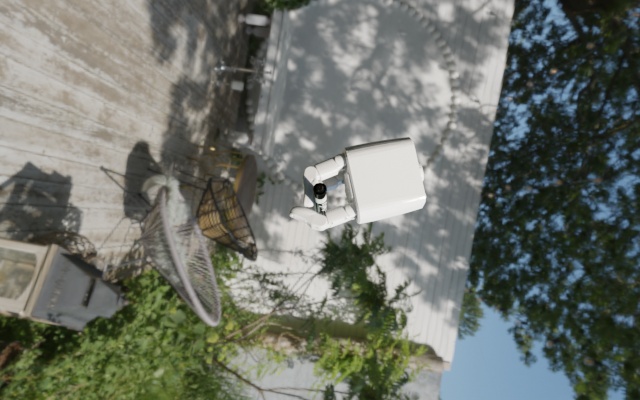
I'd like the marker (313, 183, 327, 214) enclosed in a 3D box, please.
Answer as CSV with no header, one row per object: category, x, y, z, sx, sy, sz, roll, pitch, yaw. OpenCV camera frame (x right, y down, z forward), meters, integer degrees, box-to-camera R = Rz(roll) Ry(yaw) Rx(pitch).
marker,0.000,0.002,0.686,0.020,0.020,0.121,0,-19,1
